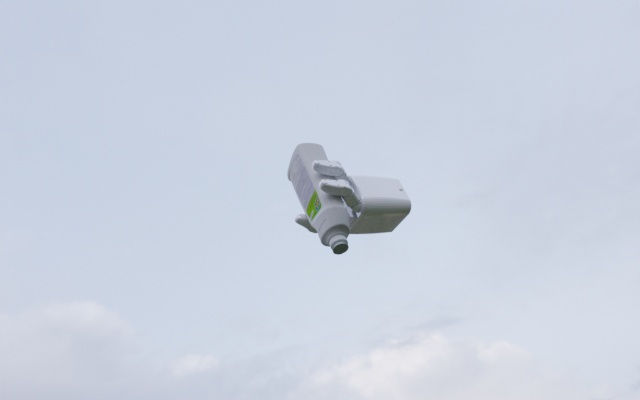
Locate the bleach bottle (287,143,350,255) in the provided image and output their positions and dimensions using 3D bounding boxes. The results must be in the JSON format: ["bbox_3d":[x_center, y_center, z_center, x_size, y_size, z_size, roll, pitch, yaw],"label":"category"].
[{"bbox_3d":[0.000,0.003,0.887,0.068,0.103,0.250,1,42,-21],"label":"bleach bottle"}]
